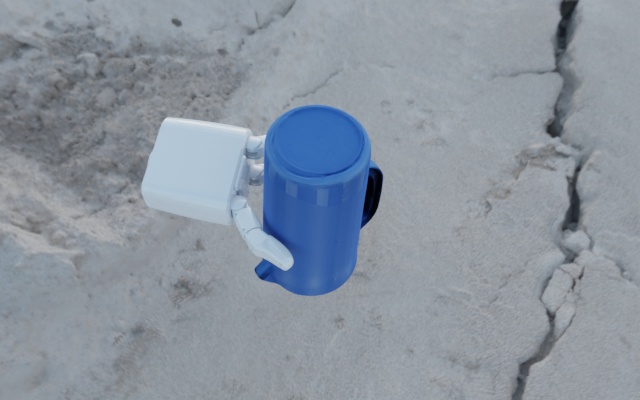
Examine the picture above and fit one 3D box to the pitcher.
[{"bbox_3d":[0.000,0.002,0.573,0.145,0.149,0.243,13,-34,4],"label":"pitcher"}]
